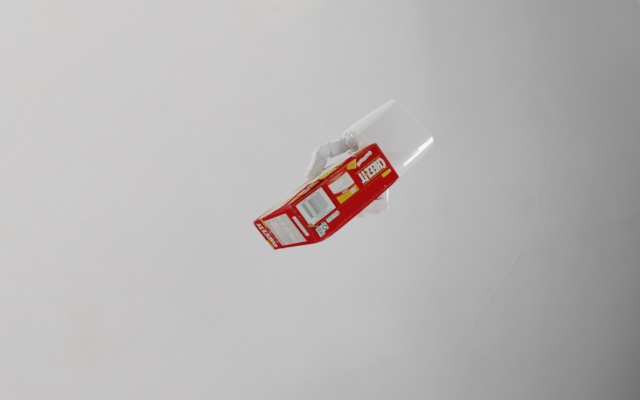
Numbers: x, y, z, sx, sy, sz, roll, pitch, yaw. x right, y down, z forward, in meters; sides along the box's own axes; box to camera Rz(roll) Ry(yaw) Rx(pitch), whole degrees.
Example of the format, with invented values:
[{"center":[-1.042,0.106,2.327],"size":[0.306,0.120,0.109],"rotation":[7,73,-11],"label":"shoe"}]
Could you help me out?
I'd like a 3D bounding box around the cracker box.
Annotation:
[{"center":[0.000,0.002,0.745],"size":[0.164,0.072,0.214],"rotation":[-38,6,-22],"label":"cracker box"}]
